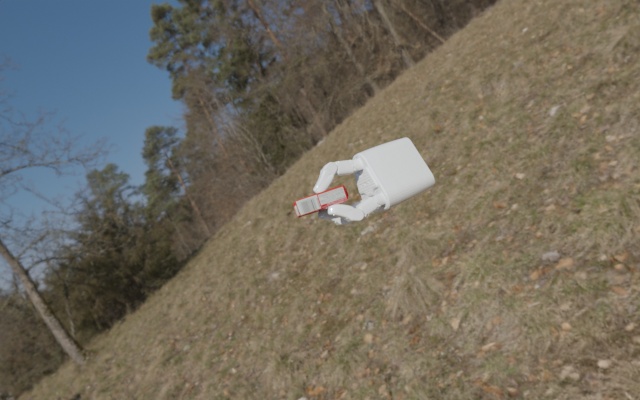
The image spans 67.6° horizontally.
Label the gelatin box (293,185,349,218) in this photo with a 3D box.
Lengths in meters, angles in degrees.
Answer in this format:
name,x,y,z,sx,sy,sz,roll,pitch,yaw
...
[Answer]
name,x,y,z,sx,sy,sz,roll,pitch,yaw
gelatin box,0.000,0.002,0.824,0.089,0.030,0.073,-18,-2,-7
